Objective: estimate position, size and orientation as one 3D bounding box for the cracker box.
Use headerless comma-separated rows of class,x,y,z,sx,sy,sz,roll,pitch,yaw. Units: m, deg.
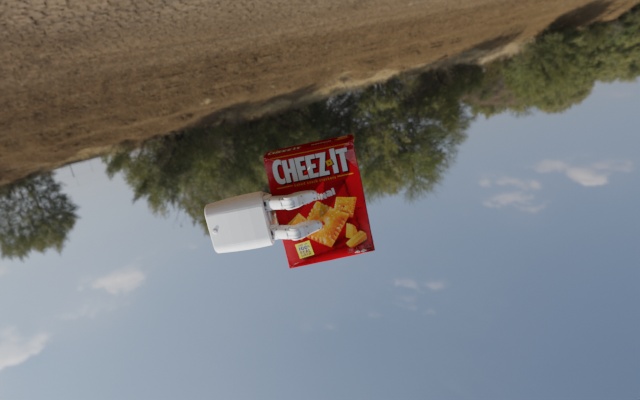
cracker box,0.000,0.003,0.871,0.164,0.214,0.072,-11,14,3
